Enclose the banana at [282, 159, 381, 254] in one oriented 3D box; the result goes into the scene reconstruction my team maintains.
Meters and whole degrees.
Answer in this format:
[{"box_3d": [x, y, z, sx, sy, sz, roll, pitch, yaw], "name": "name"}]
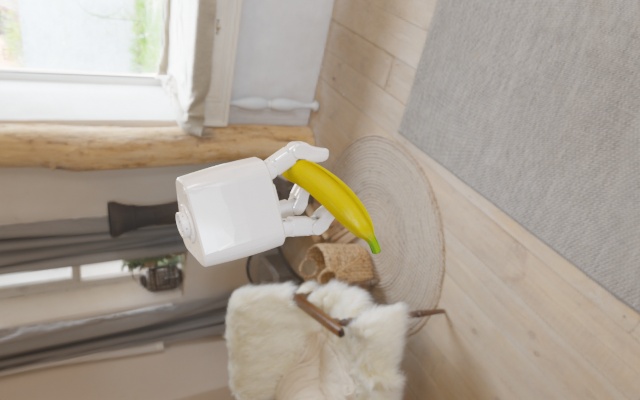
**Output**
[{"box_3d": [0.003, -0.009, 0.607, 0.037, 0.070, 0.197, -27, 51, -26], "name": "banana"}]
